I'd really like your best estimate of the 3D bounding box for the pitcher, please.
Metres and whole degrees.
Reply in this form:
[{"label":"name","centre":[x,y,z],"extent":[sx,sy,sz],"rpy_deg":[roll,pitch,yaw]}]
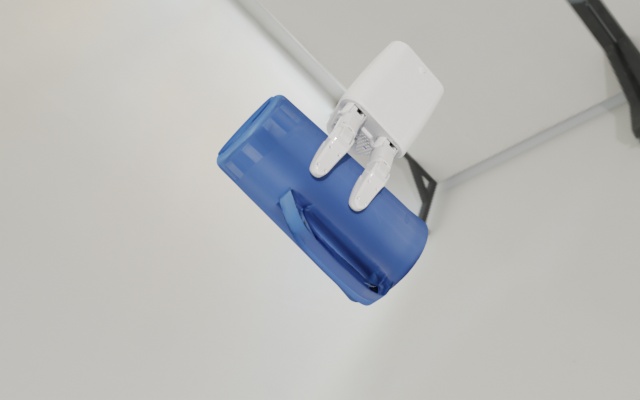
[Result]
[{"label":"pitcher","centre":[0.000,0.002,0.551],"extent":[0.243,0.145,0.149],"rpy_deg":[43,-18,-16]}]
